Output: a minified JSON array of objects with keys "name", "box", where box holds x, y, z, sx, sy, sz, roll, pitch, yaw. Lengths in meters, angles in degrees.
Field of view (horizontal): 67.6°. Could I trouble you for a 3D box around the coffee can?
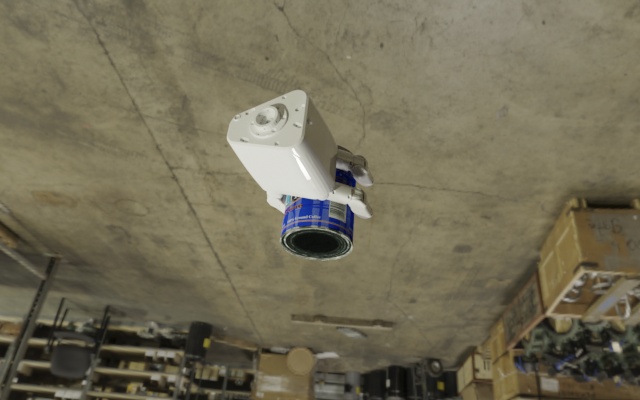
[{"name":"coffee can","box":[0.000,0.002,0.694,0.103,0.140,0.103,4,-31,2]}]
